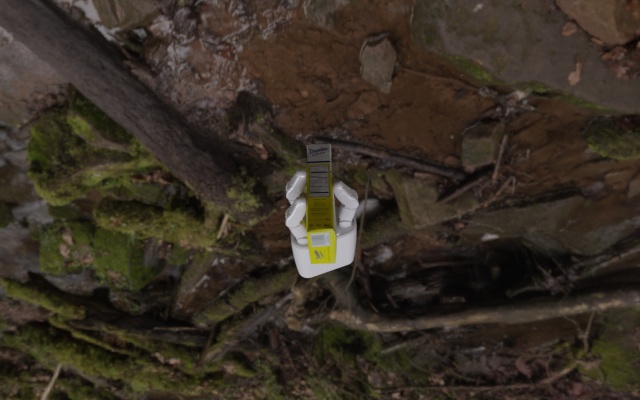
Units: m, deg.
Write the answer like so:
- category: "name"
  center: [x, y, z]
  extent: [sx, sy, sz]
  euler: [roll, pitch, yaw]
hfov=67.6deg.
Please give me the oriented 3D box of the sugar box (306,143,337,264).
- category: "sugar box"
  center: [0.000, 0.003, 0.761]
  extent: [0.048, 0.176, 0.093]
  euler: [-4, -38, -1]
